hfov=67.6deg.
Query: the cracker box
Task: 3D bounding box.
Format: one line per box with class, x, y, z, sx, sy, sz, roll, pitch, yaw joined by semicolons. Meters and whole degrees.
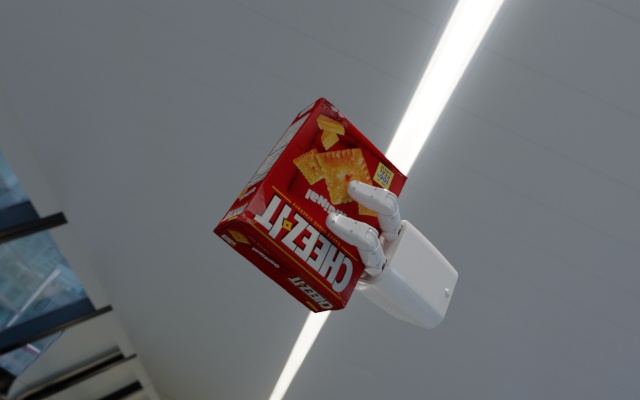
cracker box;0.000;0.002;0.587;0.164;0.213;0.072;42;-35;-17
